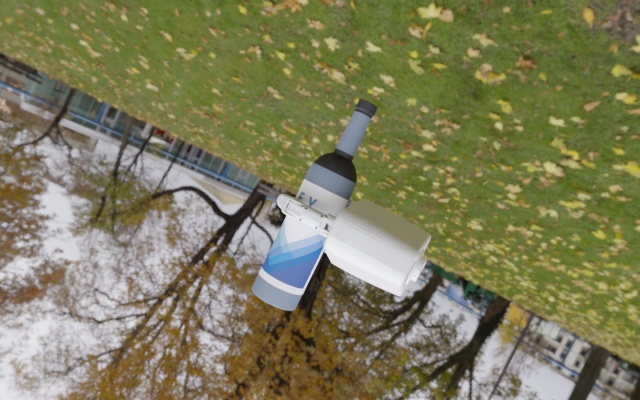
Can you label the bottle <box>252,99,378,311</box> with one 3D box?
[{"bbox_3d":[0.000,0.002,0.646,0.069,0.296,0.069,26,3,-1],"label":"bottle"}]
